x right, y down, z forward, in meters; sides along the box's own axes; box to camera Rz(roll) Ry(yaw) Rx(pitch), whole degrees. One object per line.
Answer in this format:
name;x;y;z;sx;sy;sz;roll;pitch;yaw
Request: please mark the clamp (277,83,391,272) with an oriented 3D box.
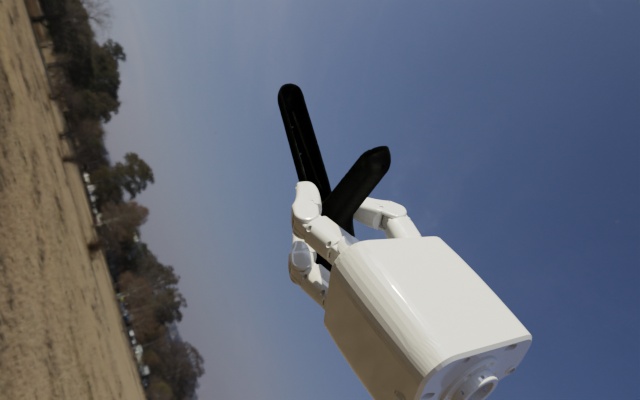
clamp;0.001;0.002;0.454;0.036;0.210;0.164;-15;43;-23
